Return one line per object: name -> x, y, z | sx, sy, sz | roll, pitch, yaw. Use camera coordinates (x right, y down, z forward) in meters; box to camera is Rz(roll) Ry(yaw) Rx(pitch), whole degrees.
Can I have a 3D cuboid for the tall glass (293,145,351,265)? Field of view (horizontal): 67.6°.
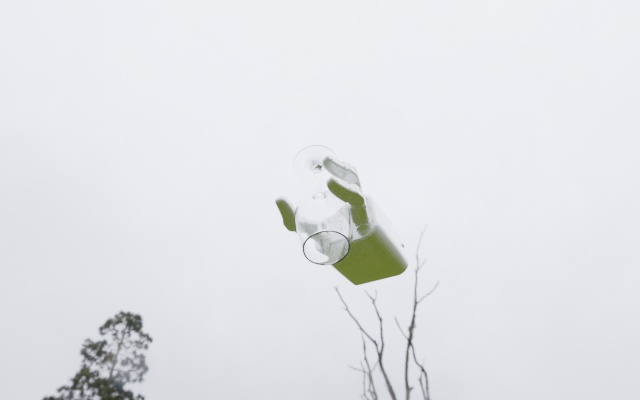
tall glass -> 0.000, 0.002, 0.695 | 0.079, 0.079, 0.201 | 0, 37, -5
